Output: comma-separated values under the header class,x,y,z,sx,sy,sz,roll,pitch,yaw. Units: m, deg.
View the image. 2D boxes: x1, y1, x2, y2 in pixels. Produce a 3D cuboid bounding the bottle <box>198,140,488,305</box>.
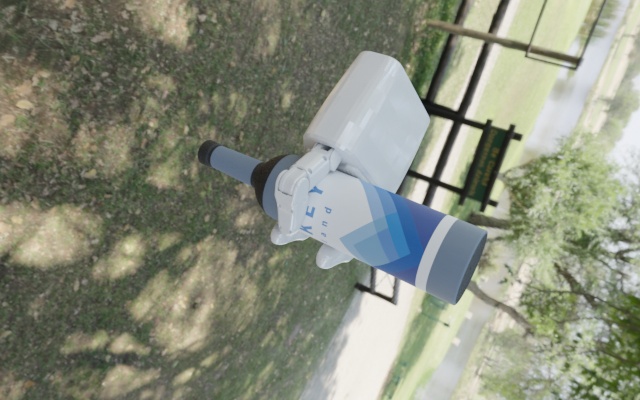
class,x,y,z,sx,sy,sz,roll,pitch,yaw
bottle,0.000,0.002,0.448,0.295,0.069,0.069,24,10,25
